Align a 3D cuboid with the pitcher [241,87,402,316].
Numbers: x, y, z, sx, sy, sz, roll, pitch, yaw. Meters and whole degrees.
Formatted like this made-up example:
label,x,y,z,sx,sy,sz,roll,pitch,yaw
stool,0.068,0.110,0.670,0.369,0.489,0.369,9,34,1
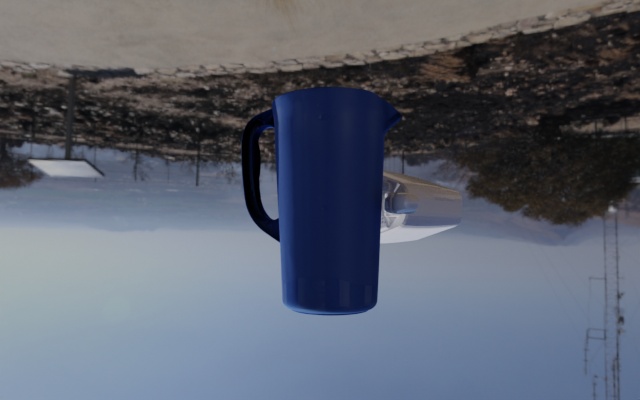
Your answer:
label,x,y,z,sx,sy,sz,roll,pitch,yaw
pitcher,0.000,0.002,0.550,0.145,0.243,0.149,3,-4,-33
